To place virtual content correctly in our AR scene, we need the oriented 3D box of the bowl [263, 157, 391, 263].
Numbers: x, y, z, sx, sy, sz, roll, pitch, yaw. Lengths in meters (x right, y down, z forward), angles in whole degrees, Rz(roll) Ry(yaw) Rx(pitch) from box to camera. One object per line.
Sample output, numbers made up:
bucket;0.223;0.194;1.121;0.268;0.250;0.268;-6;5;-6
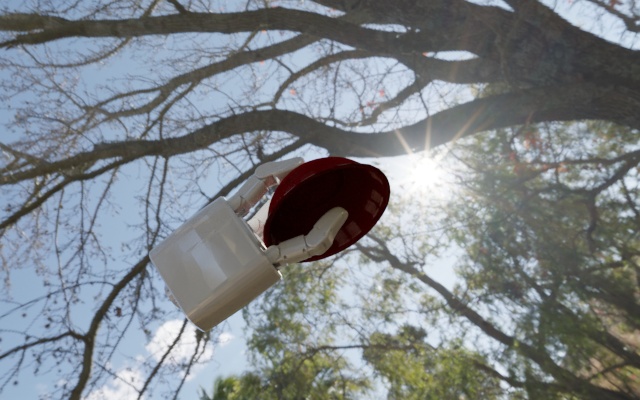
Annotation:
bowl;0.001;0.001;0.567;0.162;0.162;0.055;0;44;-34
